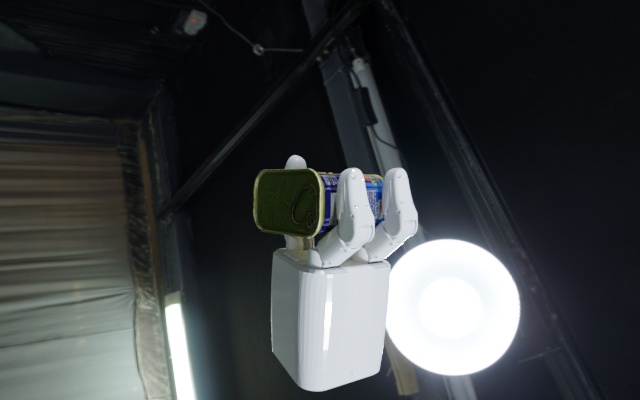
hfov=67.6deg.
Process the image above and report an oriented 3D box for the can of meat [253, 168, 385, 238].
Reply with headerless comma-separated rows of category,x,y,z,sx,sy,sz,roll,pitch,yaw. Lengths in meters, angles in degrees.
can of meat,0.000,0.001,0.441,0.084,0.057,0.102,0,1,-39
